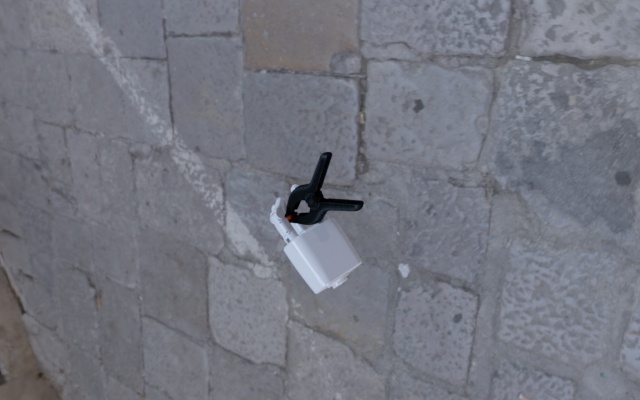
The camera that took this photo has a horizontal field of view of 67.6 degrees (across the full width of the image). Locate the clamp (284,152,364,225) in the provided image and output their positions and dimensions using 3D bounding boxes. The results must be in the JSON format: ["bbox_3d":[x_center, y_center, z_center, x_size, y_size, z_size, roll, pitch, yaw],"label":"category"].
[{"bbox_3d":[0.000,0.003,0.895,0.039,0.120,0.171,-23,-18,-51],"label":"clamp"}]
